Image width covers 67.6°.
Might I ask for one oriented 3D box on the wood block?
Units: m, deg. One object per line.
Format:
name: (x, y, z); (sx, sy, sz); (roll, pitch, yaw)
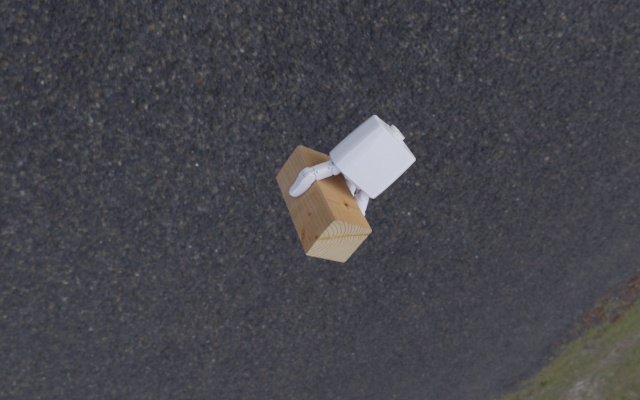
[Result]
wood block: (0.000, 0.003, 0.886); (0.091, 0.090, 0.206); (17, 33, -36)
